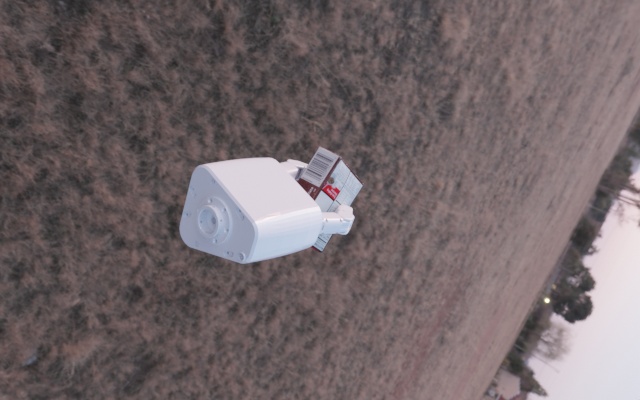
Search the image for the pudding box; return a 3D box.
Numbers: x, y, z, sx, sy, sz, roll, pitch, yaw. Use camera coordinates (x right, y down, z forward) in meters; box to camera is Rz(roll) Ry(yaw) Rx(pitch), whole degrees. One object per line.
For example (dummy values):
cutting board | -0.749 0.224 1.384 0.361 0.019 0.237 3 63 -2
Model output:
pudding box | 0.000 0.002 0.605 0.039 0.113 0.090 30 -6 30
